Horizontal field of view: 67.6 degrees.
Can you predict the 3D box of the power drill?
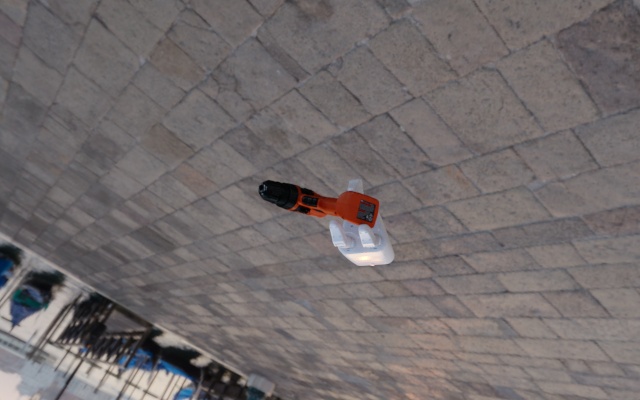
[{"bbox_3d":[0.001,0.003,0.896,0.187,0.057,0.184,10,-3,43],"label":"power drill"}]
